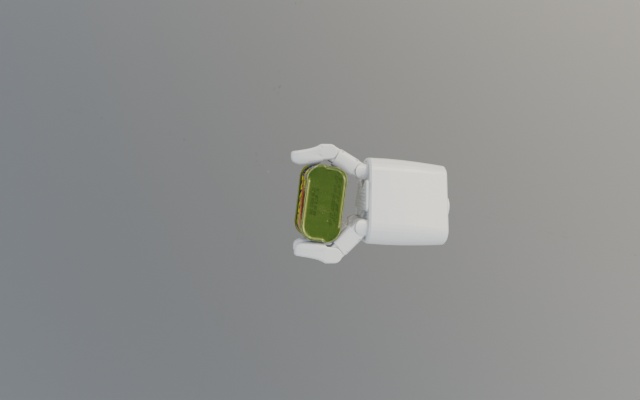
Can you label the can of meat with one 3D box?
[{"bbox_3d":[0.000,0.002,0.630,0.057,0.102,0.084,7,3,-7],"label":"can of meat"}]
